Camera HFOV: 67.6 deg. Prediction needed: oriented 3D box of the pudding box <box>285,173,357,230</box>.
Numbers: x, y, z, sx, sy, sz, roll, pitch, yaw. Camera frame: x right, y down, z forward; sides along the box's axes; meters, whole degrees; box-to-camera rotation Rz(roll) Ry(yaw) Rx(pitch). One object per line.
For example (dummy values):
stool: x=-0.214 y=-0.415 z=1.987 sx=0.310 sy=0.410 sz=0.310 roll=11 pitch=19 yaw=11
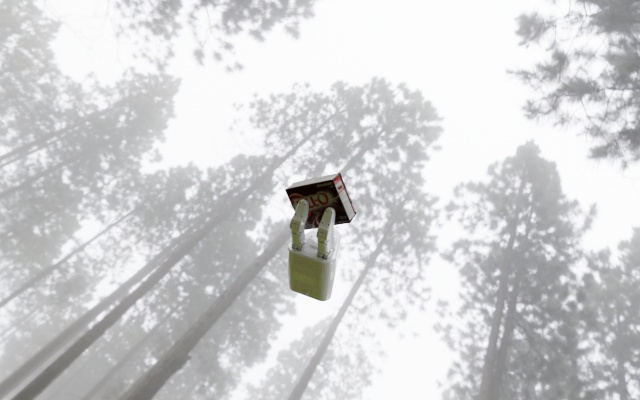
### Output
pudding box: x=0.000 y=0.003 z=0.888 sx=0.113 sy=0.090 sz=0.039 roll=-12 pitch=22 yaw=32
